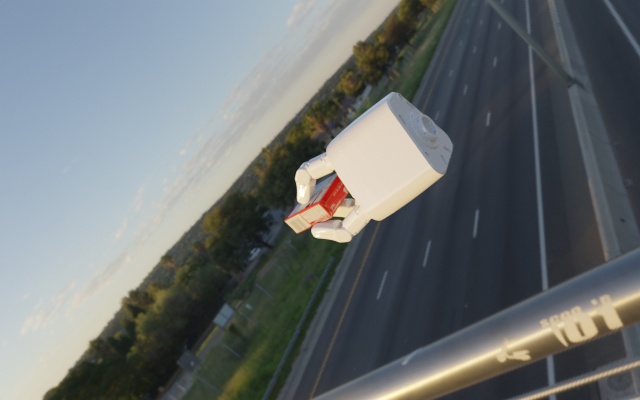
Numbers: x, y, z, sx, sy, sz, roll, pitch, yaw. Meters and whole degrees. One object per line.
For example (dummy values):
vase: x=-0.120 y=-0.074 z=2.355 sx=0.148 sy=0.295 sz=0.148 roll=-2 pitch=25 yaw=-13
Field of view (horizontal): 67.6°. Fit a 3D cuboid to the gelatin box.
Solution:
gelatin box: x=0.000 y=0.002 z=0.663 sx=0.089 sy=0.030 sz=0.073 roll=-28 pitch=20 yaw=49
